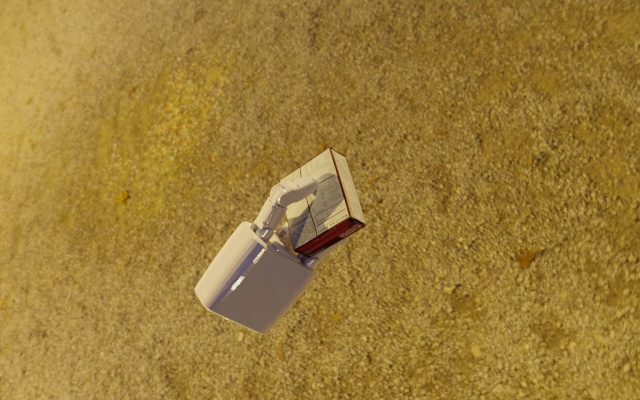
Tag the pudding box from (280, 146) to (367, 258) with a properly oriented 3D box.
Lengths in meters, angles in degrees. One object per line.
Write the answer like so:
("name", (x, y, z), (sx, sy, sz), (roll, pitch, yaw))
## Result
("pudding box", (0.000, 0.002, 0.593), (0.090, 0.113, 0.039), (-31, -35, 24))
